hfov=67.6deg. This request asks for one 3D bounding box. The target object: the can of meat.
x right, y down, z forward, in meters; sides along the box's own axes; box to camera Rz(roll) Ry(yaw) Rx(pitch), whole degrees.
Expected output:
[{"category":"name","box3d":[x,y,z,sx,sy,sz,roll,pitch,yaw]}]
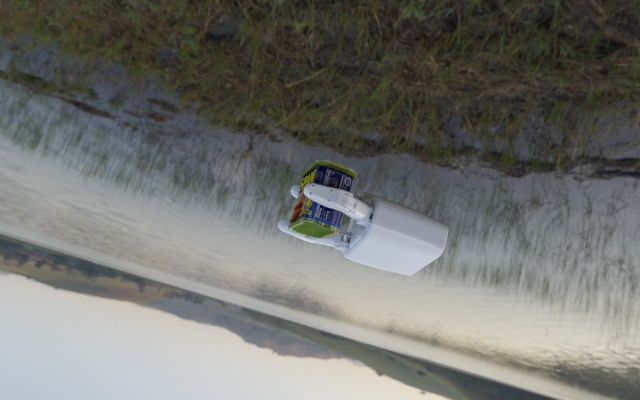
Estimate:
[{"category":"can of meat","box3d":[0.000,0.002,0.638,0.057,0.084,0.102,19,-15,-14]}]
